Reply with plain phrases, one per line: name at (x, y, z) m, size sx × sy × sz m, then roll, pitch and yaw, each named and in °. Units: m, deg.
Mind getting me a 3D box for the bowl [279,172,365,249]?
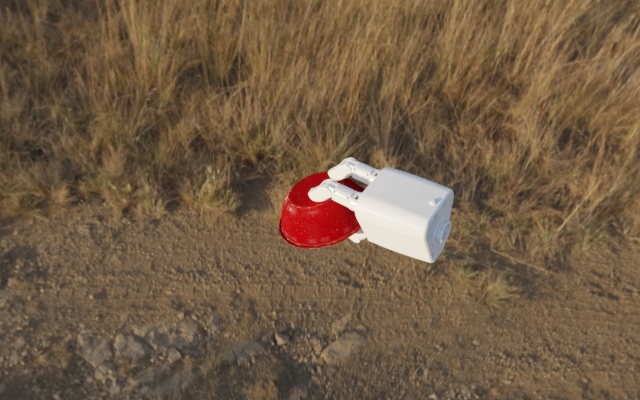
bowl at (-0.001, 0.002, 0.769) m, size 0.162 × 0.055 × 0.162 m, roll -14°, pitch 35°, yaw 10°
